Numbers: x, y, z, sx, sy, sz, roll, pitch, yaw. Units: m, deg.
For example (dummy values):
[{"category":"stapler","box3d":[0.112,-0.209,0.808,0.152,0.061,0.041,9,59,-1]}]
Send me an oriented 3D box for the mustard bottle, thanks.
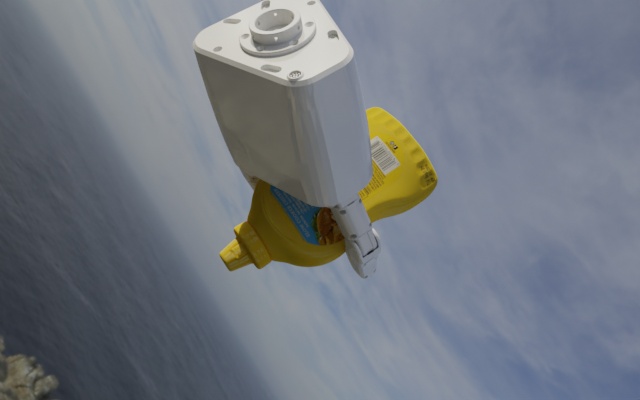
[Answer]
[{"category":"mustard bottle","box3d":[0.000,0.001,0.412,0.191,0.096,0.058,-32,-14,-15]}]
